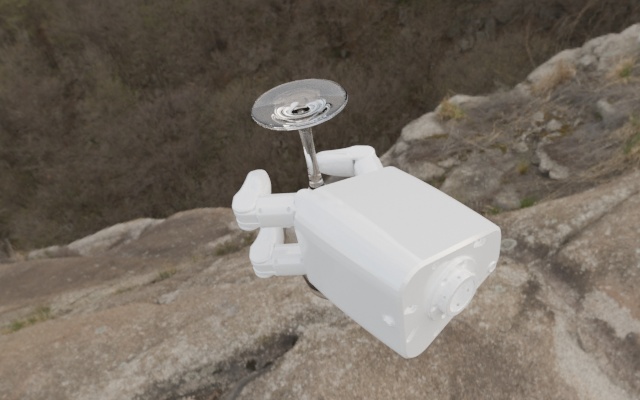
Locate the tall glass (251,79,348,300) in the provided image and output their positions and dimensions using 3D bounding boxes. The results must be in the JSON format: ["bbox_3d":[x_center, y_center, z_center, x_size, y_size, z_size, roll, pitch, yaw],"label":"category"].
[{"bbox_3d":[0.000,0.001,0.423,0.079,0.201,0.079,-7,39,6],"label":"tall glass"}]
